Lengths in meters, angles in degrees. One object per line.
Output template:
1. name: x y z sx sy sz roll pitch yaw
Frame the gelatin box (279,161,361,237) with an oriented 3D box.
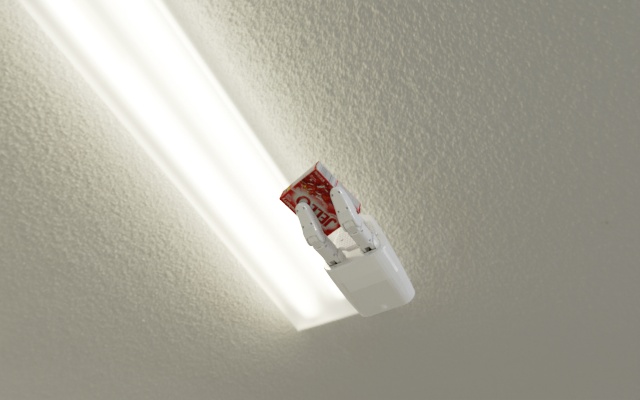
1. gelatin box: 0.000 0.002 0.654 0.073 0.089 0.030 -37 17 26
